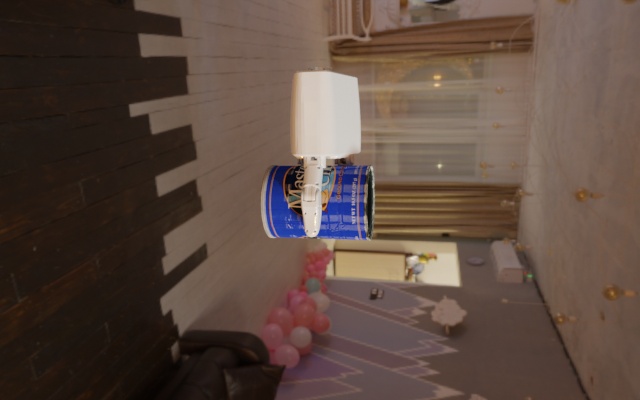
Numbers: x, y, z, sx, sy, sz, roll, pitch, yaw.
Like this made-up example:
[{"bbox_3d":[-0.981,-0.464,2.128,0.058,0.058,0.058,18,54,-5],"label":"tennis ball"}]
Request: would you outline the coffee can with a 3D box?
[{"bbox_3d":[0.000,0.002,0.657,0.140,0.103,0.103,1,0,12],"label":"coffee can"}]
